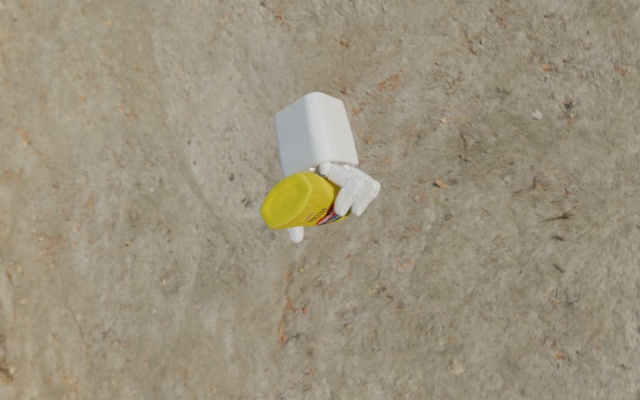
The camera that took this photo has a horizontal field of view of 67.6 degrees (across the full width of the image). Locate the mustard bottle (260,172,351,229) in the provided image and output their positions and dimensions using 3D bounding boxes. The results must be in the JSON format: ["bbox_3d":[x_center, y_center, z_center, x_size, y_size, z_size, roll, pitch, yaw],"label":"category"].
[{"bbox_3d":[0.000,0.003,0.724,0.096,0.058,0.191,-43,-22,24],"label":"mustard bottle"}]
